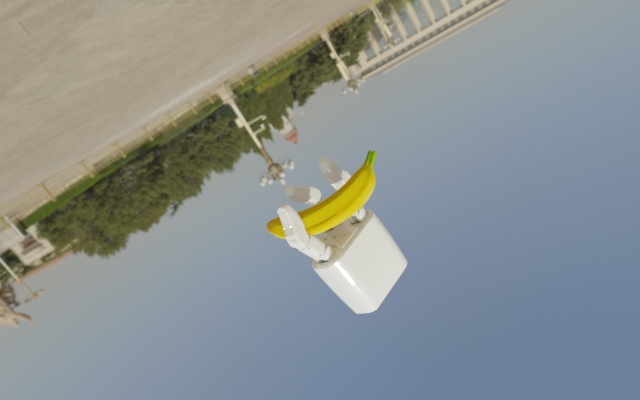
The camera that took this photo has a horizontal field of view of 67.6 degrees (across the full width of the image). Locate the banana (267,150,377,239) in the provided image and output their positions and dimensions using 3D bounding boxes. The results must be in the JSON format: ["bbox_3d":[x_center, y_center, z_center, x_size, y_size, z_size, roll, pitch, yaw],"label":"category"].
[{"bbox_3d":[0.002,0.012,0.641,0.198,0.069,0.037,-33,-59,23],"label":"banana"}]
